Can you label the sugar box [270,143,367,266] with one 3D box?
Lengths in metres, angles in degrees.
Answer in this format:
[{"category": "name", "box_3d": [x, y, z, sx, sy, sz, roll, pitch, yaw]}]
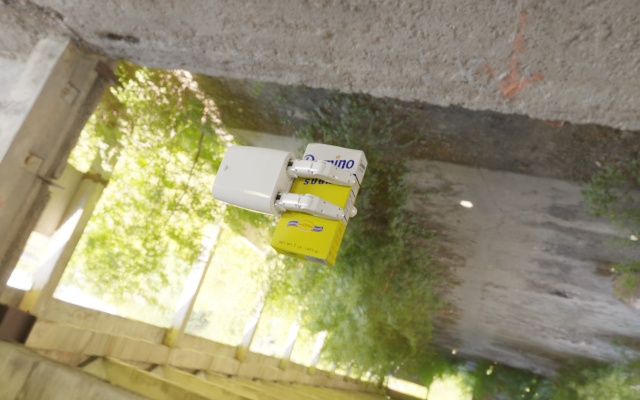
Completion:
[{"category": "sugar box", "box_3d": [0.000, 0.002, 0.711, 0.093, 0.176, 0.048, 11, -19, 20]}]
